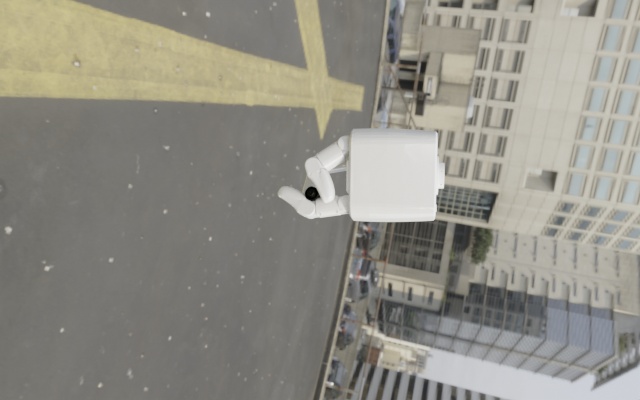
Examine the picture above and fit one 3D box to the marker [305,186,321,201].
[{"bbox_3d":[0.000,0.002,0.666,0.020,0.020,0.121,0,-12,12],"label":"marker"}]
